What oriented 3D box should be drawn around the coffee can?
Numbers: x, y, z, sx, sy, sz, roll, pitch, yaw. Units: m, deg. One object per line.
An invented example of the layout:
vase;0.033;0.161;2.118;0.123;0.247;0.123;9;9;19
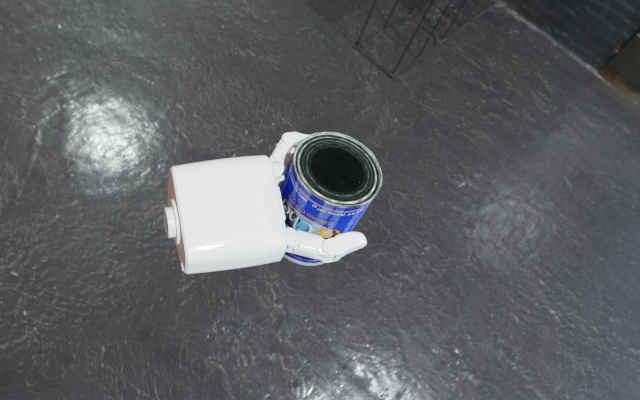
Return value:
coffee can;0.000;0.002;0.573;0.103;0.102;0.140;0;-33;-20
